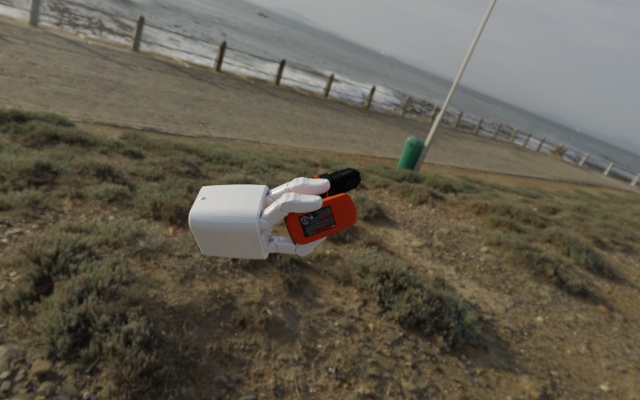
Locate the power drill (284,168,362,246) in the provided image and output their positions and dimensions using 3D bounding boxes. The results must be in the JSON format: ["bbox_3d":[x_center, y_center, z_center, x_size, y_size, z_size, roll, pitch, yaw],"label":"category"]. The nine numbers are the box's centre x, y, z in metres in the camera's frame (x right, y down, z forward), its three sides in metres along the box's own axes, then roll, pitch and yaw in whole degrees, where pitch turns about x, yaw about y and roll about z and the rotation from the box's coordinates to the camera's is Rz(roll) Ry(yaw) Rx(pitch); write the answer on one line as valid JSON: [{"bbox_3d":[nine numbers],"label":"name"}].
[{"bbox_3d":[0.000,0.003,0.790,0.184,0.057,0.187,-22,15,-5],"label":"power drill"}]
